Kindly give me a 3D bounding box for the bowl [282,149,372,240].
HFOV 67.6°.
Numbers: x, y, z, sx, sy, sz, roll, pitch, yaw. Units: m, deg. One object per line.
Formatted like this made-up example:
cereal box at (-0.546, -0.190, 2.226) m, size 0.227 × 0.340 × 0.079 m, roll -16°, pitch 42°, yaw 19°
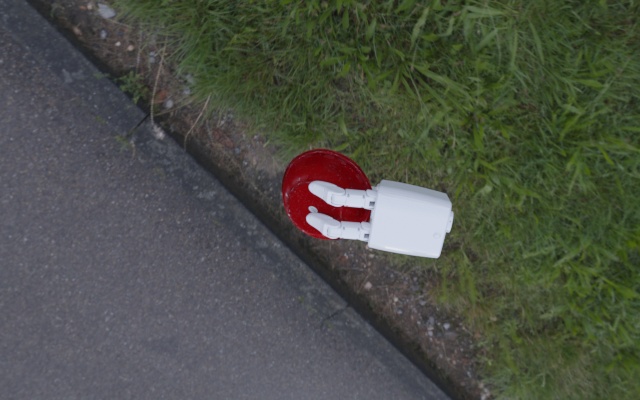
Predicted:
bowl at (-0.001, 0.003, 0.759) m, size 0.162 × 0.162 × 0.055 m, roll 0°, pitch 24°, yaw 24°
